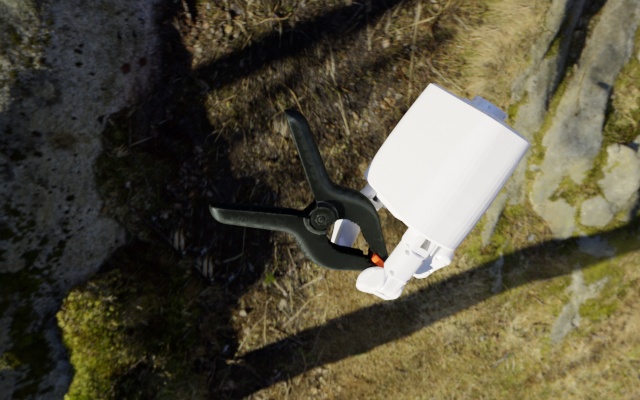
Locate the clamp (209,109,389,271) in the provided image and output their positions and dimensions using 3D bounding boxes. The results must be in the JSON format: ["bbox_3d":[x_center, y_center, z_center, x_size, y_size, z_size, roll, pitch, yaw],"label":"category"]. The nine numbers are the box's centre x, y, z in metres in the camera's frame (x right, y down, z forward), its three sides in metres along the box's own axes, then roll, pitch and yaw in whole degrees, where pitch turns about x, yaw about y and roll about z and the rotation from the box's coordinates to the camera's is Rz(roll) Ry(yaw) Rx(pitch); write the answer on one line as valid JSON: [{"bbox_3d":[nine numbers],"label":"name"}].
[{"bbox_3d":[0.000,0.002,0.434,0.171,0.120,0.039,28,17,-15],"label":"clamp"}]
